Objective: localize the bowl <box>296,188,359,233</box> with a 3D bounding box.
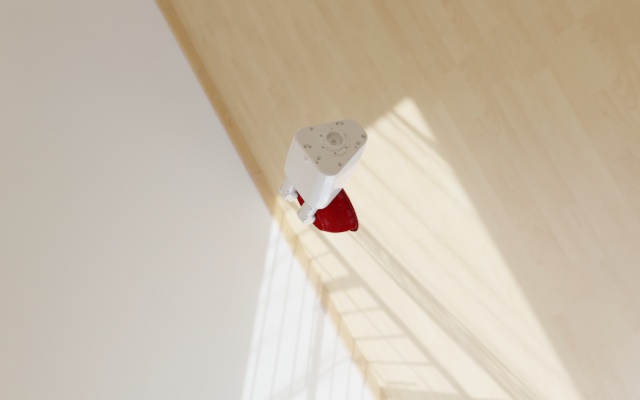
[{"bbox_3d":[0.000,0.004,0.870,0.055,0.162,0.162,-33,9,-14],"label":"bowl"}]
